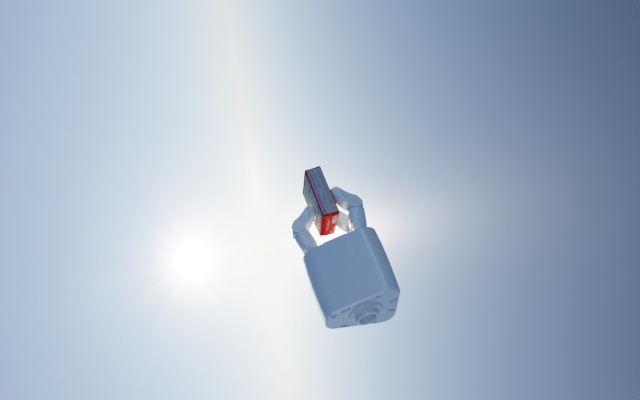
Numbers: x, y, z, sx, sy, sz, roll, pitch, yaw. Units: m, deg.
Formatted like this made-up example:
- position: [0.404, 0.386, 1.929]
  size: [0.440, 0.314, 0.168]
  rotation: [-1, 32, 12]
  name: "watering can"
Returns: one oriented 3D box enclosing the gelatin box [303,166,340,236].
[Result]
- position: [0.000, 0.002, 0.756]
  size: [0.030, 0.089, 0.073]
  rotation: [-16, -26, -13]
  name: "gelatin box"
